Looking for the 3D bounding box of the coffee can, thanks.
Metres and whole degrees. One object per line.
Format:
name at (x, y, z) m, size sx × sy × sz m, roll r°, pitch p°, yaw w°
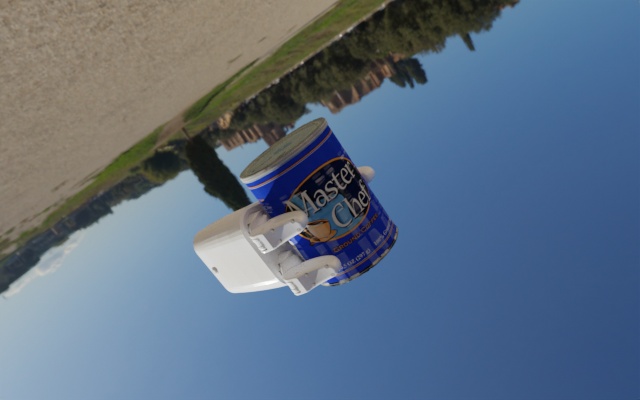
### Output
coffee can at (0.000, 0.001, 0.490) m, size 0.103 × 0.140 × 0.102 m, roll -32°, pitch 16°, yaw 11°
